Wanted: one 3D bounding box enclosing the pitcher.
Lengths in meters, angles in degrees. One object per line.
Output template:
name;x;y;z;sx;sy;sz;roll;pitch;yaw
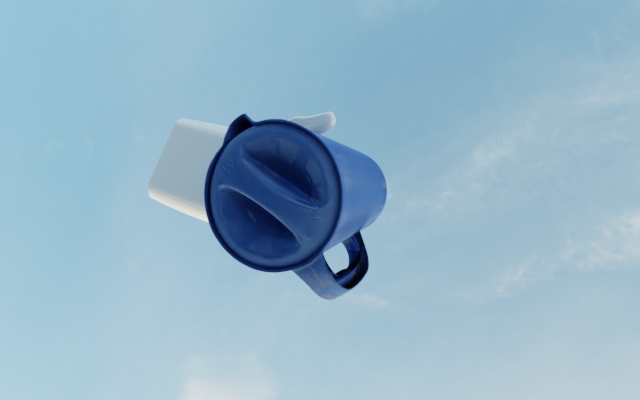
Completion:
pitcher;0.000;0.002;0.517;0.145;0.149;0.243;15;7;20
